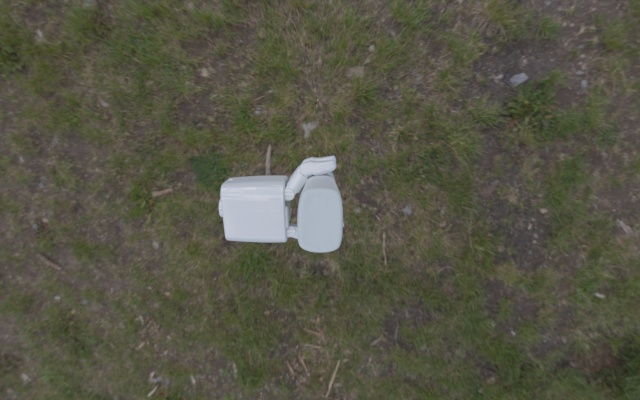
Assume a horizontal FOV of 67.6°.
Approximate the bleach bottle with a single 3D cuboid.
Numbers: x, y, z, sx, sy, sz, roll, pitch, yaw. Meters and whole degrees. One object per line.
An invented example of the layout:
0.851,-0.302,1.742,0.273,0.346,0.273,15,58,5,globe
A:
0.000,0.003,0.818,0.068,0.102,0.250,2,12,0,bleach bottle
